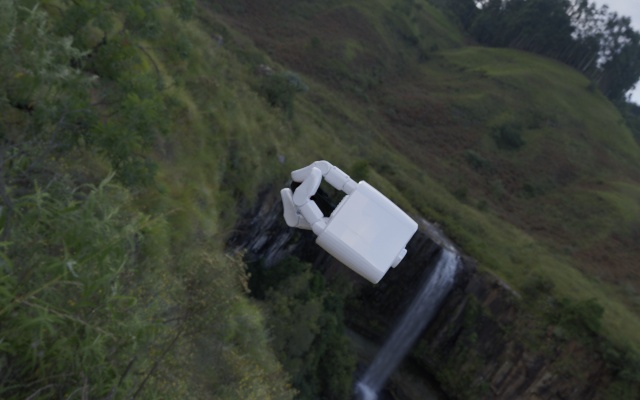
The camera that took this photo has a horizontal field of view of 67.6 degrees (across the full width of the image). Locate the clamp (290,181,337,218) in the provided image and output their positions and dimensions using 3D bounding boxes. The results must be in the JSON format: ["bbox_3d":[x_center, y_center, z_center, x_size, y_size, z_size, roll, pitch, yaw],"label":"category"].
[{"bbox_3d":[0.000,0.002,0.779,0.120,0.039,0.171,37,6,4],"label":"clamp"}]
